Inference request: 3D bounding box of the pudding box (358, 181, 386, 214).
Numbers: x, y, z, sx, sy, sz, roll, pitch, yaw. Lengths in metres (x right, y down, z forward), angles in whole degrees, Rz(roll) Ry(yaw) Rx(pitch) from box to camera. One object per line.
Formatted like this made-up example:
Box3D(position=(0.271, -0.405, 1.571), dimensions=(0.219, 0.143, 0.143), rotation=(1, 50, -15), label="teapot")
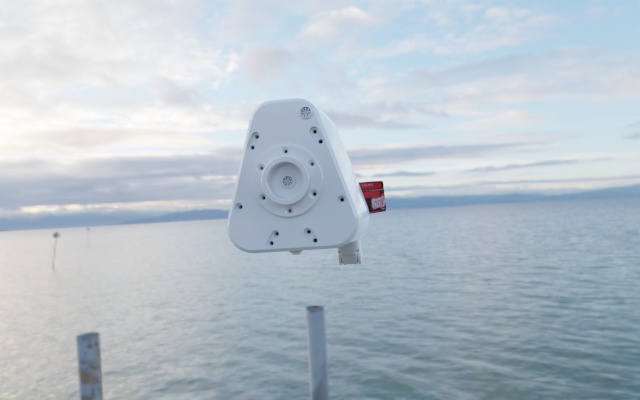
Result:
Box3D(position=(0.000, 0.001, 0.508), dimensions=(0.113, 0.039, 0.090), rotation=(-3, 0, 36), label="pudding box")
